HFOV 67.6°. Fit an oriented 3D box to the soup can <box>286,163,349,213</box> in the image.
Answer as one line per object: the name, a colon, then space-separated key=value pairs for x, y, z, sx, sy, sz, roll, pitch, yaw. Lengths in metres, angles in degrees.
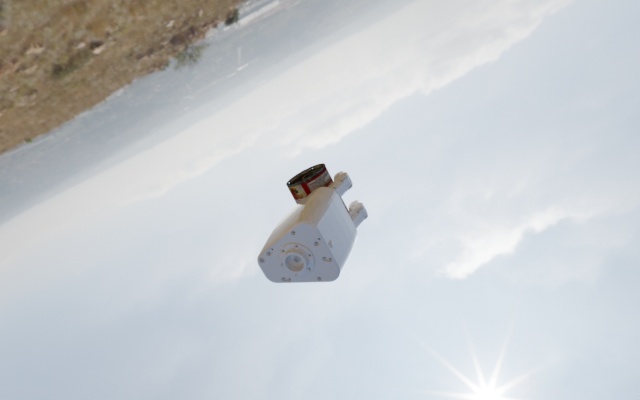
soup can: x=0.000 y=0.003 z=0.745 sx=0.068 sy=0.102 sz=0.068 roll=-26 pitch=15 yaw=8
